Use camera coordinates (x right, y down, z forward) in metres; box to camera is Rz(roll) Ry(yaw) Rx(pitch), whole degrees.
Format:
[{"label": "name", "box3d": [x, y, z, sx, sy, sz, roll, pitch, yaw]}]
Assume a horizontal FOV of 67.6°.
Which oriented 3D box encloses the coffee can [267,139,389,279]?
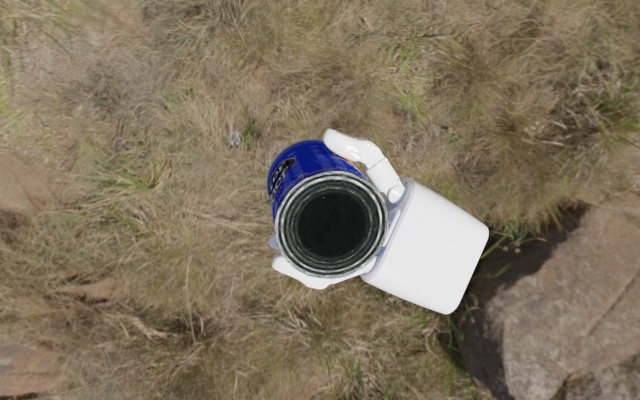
[{"label": "coffee can", "box3d": [0.000, 0.001, 0.483, 0.103, 0.103, 0.140, 0, 18, -9]}]
